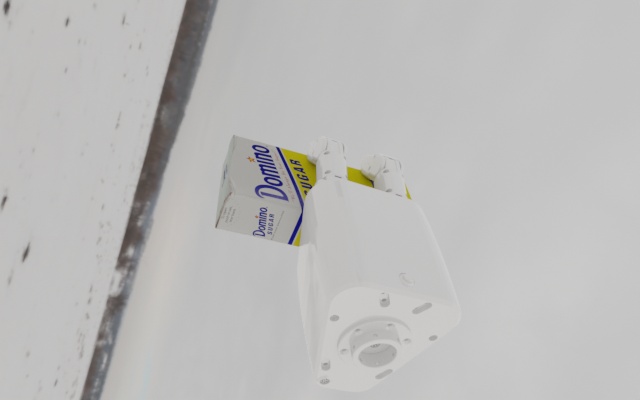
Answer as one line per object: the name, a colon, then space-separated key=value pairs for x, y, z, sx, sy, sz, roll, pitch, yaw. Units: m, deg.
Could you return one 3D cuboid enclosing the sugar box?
sugar box: x=0.000 y=0.001 z=0.426 sx=0.176 sy=0.048 sz=0.093 roll=16 pitch=33 yaw=-18
